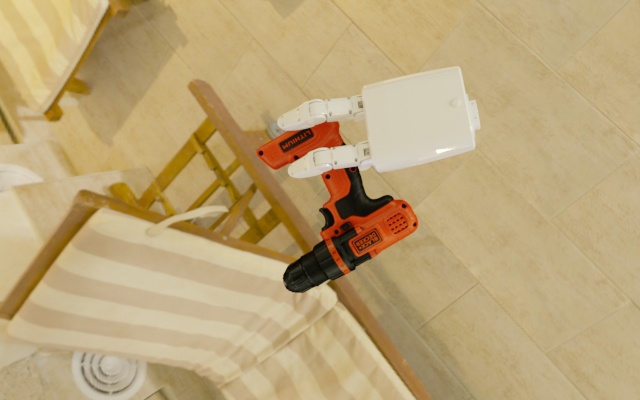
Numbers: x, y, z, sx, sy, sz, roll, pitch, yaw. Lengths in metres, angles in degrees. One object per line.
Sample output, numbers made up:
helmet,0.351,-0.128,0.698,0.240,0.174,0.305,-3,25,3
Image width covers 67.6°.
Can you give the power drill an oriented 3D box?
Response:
power drill,0.000,0.001,0.587,0.184,0.187,0.057,-30,4,4
